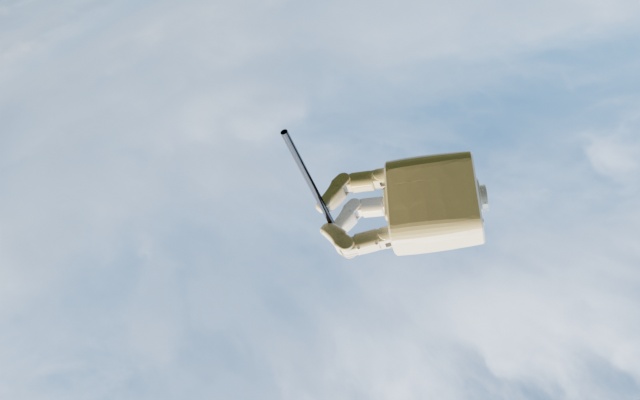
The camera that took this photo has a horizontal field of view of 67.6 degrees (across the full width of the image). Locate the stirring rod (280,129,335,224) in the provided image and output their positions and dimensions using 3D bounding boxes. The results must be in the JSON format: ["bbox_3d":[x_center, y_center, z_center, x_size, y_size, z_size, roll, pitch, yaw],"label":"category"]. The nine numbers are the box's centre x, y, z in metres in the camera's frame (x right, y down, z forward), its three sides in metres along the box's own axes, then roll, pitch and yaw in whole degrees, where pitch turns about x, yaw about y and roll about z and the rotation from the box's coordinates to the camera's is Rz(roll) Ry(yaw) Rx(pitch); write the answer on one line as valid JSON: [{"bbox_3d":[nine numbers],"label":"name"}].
[{"bbox_3d":[0.000,0.002,0.579,0.011,0.011,0.240,0,-37,23],"label":"stirring rod"}]
